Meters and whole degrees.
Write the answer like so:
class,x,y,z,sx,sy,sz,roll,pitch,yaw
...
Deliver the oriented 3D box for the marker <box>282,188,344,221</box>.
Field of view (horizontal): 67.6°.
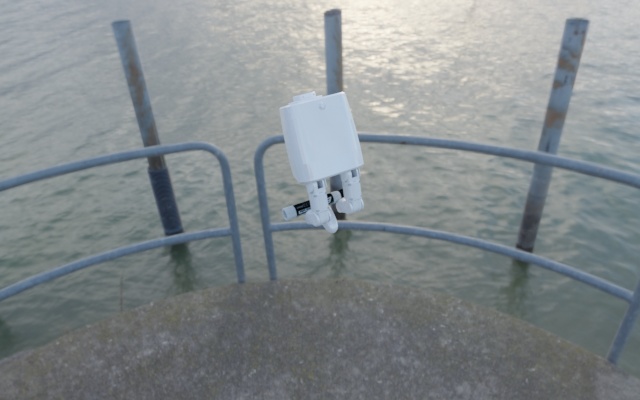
class,x,y,z,sx,sy,sz,roll,pitch,yaw
marker,0.000,0.002,0.715,0.121,0.020,0.020,-19,8,-23
